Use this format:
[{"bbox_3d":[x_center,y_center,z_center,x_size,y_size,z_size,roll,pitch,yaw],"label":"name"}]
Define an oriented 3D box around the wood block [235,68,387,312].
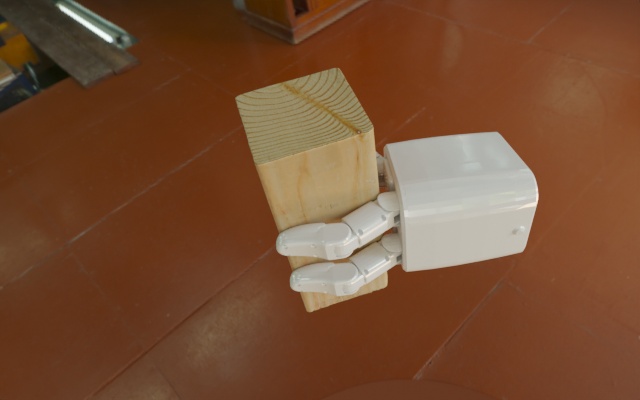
[{"bbox_3d":[0.000,0.001,0.433,0.090,0.090,0.206,-17,-43,-4],"label":"wood block"}]
